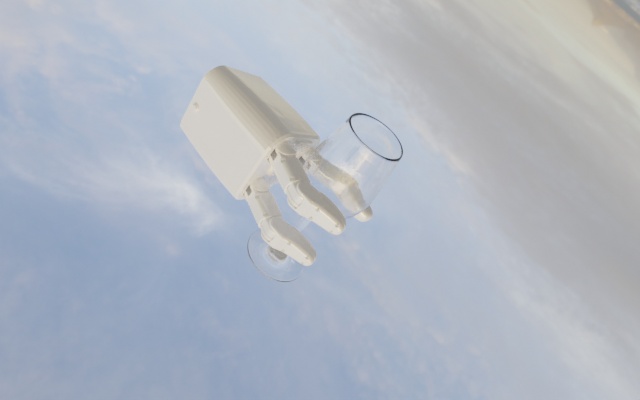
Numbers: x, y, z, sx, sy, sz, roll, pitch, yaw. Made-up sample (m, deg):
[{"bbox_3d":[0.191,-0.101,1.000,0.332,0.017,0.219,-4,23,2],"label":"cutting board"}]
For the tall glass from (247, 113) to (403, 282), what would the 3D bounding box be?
[{"bbox_3d":[0.000,0.002,0.500,0.079,0.079,0.201,0,-38,-42],"label":"tall glass"}]
